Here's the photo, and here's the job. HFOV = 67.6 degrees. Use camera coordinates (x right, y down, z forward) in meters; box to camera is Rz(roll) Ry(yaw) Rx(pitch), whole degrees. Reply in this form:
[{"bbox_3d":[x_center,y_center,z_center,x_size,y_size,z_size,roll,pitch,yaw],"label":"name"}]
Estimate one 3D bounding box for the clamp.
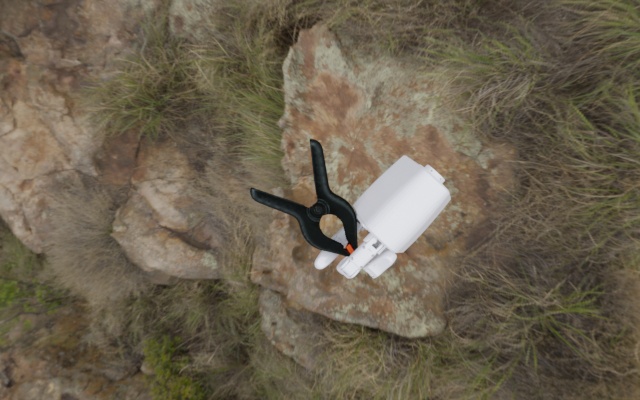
[{"bbox_3d":[0.000,0.002,0.664,0.171,0.120,0.039,42,8,-1],"label":"clamp"}]
